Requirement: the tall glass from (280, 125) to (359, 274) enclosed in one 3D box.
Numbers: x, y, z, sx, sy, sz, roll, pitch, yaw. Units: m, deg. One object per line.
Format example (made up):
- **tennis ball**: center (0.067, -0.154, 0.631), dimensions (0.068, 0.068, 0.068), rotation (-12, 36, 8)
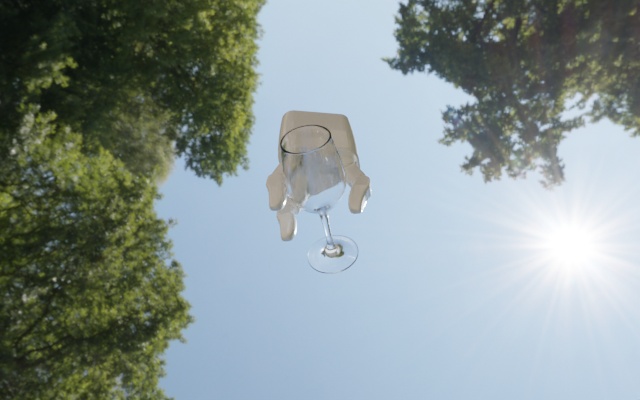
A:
- **tall glass**: center (0.000, 0.003, 0.625), dimensions (0.079, 0.201, 0.079), rotation (-8, 40, 7)
